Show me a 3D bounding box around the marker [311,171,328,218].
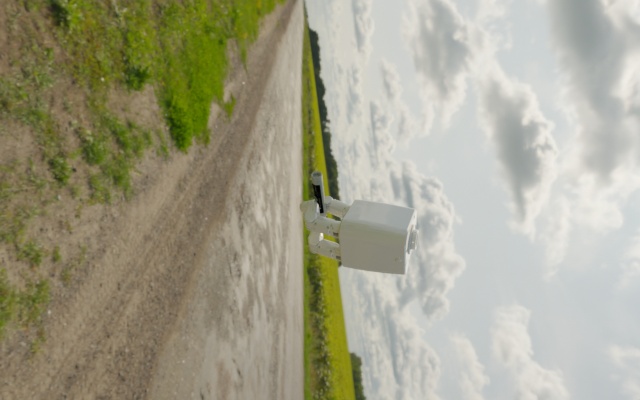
[{"bbox_3d":[0.000,0.003,0.817,0.020,0.121,0.020,-5,41,4],"label":"marker"}]
